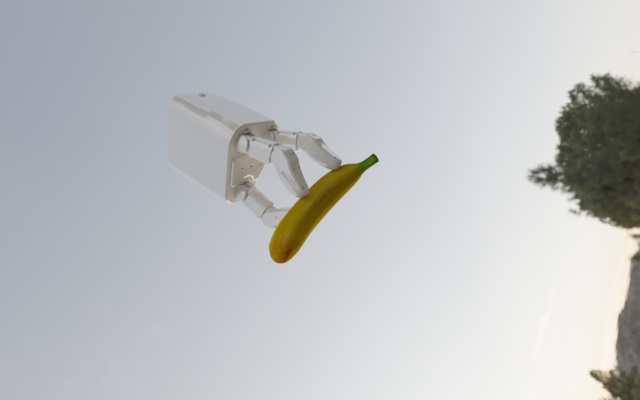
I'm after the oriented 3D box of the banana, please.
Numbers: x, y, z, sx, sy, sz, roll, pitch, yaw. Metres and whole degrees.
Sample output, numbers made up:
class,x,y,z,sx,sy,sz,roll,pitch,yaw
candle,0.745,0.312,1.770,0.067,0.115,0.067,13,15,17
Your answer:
class,x,y,z,sx,sy,sz,roll,pitch,yaw
banana,-0.007,0.008,0.530,0.197,0.037,0.070,-48,4,-39
